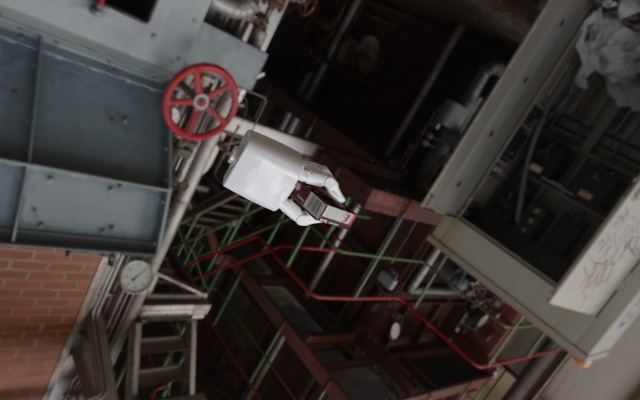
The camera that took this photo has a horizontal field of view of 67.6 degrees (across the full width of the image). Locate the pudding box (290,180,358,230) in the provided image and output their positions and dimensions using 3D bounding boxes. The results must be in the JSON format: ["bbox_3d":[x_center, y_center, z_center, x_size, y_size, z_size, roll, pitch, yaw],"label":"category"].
[{"bbox_3d":[0.000,0.003,0.875,0.090,0.039,0.113,18,20,-46],"label":"pudding box"}]
